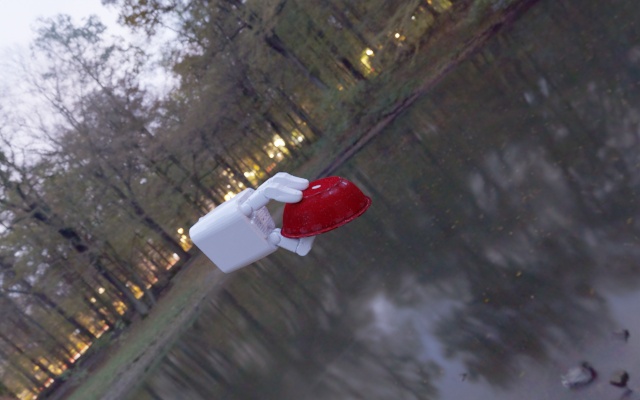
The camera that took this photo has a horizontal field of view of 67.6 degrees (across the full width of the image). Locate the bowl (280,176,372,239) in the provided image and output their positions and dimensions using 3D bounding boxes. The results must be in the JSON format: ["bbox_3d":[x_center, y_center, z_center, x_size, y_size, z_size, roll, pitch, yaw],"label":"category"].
[{"bbox_3d":[0.001,0.002,0.790,0.162,0.055,0.162,-19,15,5],"label":"bowl"}]
